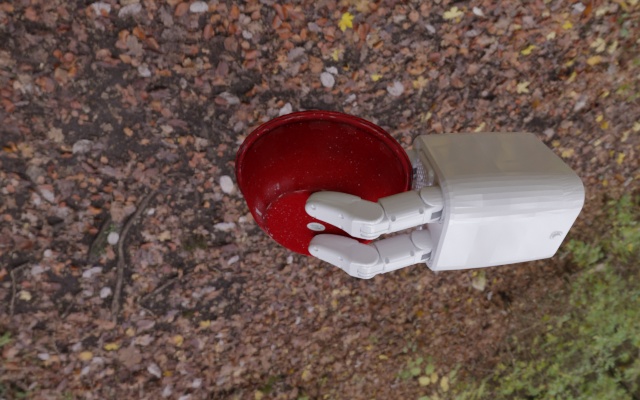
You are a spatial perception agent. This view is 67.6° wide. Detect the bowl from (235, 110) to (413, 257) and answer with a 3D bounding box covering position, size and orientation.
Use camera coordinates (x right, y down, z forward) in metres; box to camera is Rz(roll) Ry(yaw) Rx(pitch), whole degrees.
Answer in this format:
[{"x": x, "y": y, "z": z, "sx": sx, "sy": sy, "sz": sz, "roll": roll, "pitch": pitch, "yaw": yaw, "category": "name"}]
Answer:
[{"x": -0.001, "y": 0.002, "z": 0.417, "sx": 0.162, "sy": 0.055, "sz": 0.162, "roll": 4, "pitch": -41, "yaw": 3, "category": "bowl"}]
